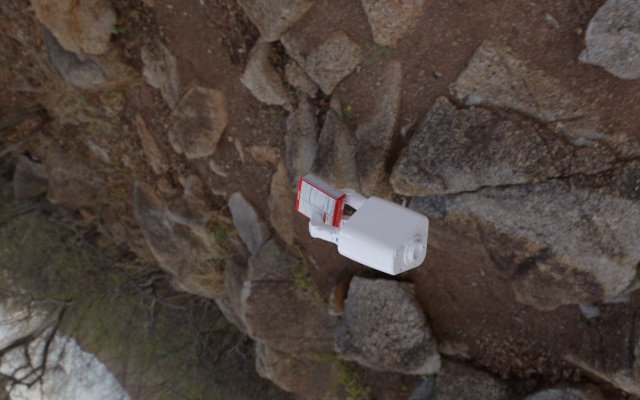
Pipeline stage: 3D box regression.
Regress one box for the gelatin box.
[{"bbox_3d":[0.000,0.003,0.854,0.089,0.073,0.030,30,42,26],"label":"gelatin box"}]
